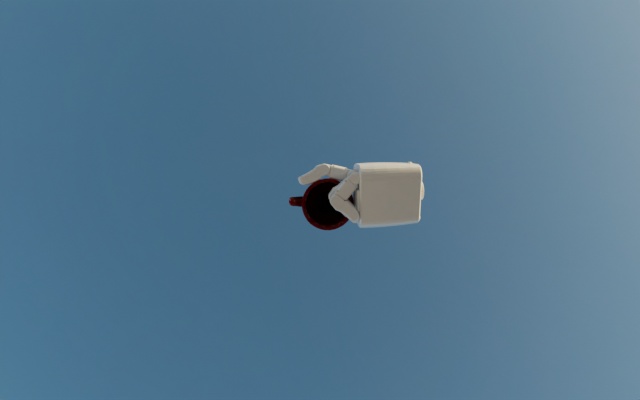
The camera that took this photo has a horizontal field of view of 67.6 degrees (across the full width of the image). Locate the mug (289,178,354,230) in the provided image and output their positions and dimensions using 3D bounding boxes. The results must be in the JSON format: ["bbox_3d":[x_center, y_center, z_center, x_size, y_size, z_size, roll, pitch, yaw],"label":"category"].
[{"bbox_3d":[-0.001,0.003,0.887,0.117,0.093,0.081,-1,7,-1],"label":"mug"}]
